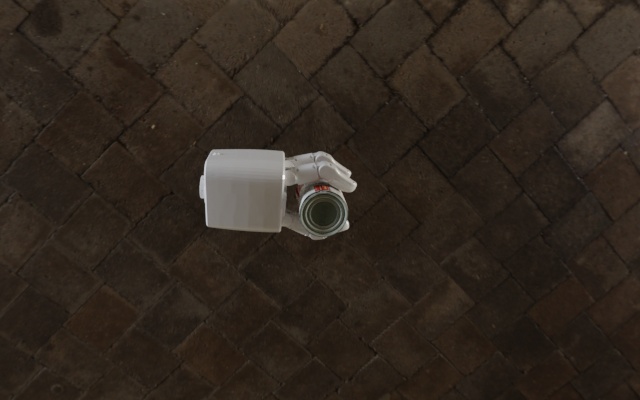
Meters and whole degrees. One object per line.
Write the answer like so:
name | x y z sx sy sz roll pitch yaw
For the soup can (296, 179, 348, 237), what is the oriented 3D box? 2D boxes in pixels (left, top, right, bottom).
soup can | 0.001 0.002 0.681 0.068 0.068 0.102 0 19 -5
